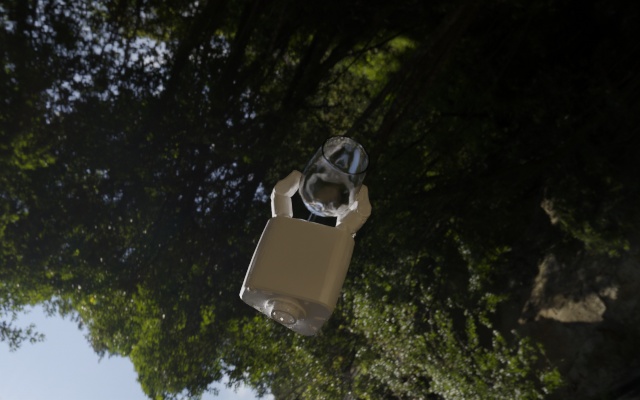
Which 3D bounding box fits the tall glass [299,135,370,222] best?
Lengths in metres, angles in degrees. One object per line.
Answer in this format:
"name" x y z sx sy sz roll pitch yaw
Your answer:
"tall glass" 0.000 0.002 0.645 0.079 0.079 0.201 0 -35 -22
